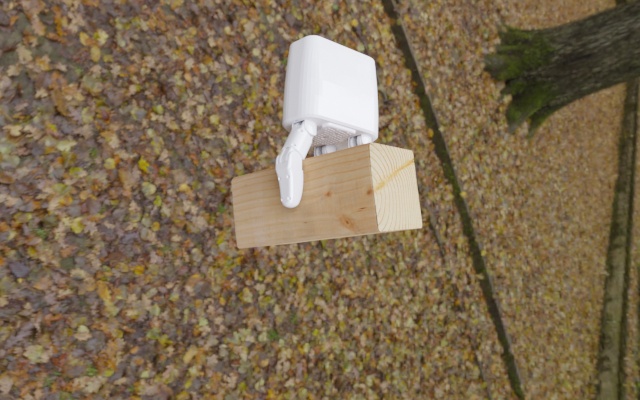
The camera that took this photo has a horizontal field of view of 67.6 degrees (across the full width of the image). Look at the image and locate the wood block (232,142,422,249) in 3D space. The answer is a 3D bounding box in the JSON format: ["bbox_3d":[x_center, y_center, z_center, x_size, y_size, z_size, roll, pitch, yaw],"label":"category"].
[{"bbox_3d":[0.000,0.001,0.556,0.206,0.090,0.091,-11,-8,39],"label":"wood block"}]
